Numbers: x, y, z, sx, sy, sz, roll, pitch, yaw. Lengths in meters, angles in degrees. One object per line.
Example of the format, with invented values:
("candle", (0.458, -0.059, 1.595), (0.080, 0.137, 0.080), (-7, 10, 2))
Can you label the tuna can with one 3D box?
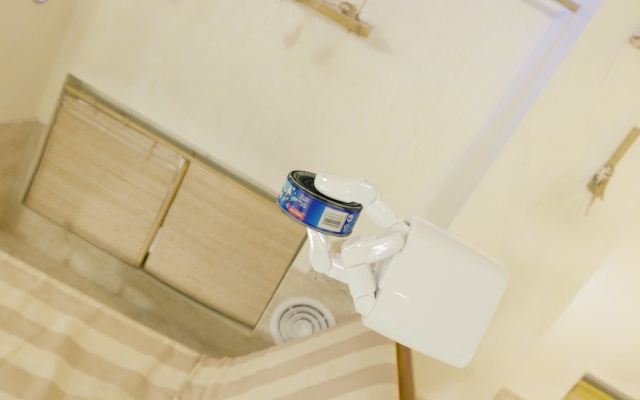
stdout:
("tuna can", (0.000, 0.001, 0.492), (0.086, 0.034, 0.086), (22, 17, -7))
